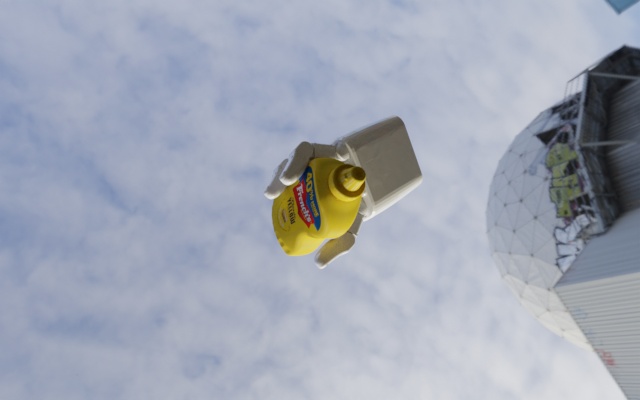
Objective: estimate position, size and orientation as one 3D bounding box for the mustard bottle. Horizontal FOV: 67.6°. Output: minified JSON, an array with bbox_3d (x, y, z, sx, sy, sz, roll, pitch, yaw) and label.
[{"bbox_3d":[0.000,0.002,0.580,0.058,0.096,0.192,-1,-18,-27],"label":"mustard bottle"}]
